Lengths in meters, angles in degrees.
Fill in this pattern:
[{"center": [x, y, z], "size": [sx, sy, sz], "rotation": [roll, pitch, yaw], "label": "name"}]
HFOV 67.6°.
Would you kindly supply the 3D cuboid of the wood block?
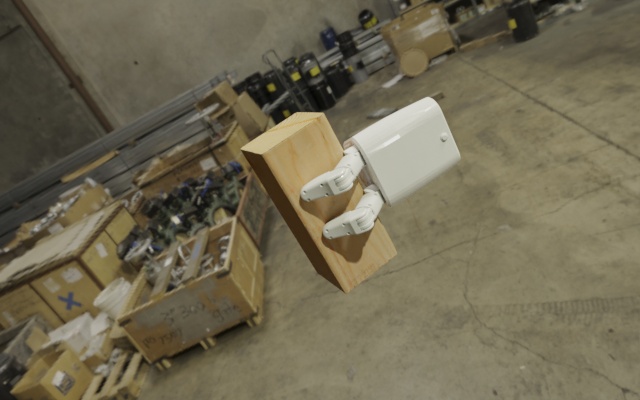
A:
[{"center": [0.000, 0.002, 0.600], "size": [0.090, 0.206, 0.091], "rotation": [-36, 22, -14], "label": "wood block"}]
